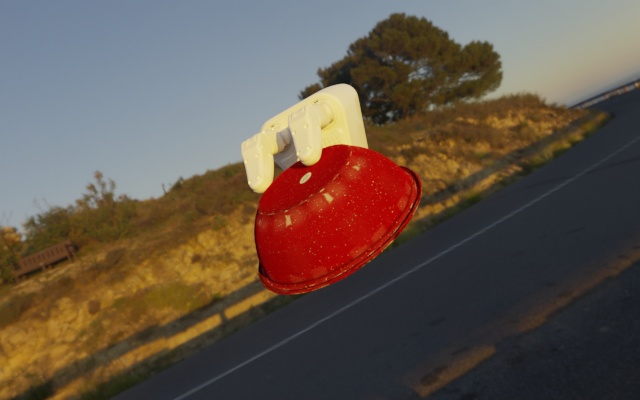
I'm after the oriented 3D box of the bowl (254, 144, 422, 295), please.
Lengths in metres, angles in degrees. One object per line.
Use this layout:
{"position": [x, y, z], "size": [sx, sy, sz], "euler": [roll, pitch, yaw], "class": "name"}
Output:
{"position": [0.000, 0.002, 0.401], "size": [0.162, 0.055, 0.162], "euler": [-29, 24, 14], "class": "bowl"}
